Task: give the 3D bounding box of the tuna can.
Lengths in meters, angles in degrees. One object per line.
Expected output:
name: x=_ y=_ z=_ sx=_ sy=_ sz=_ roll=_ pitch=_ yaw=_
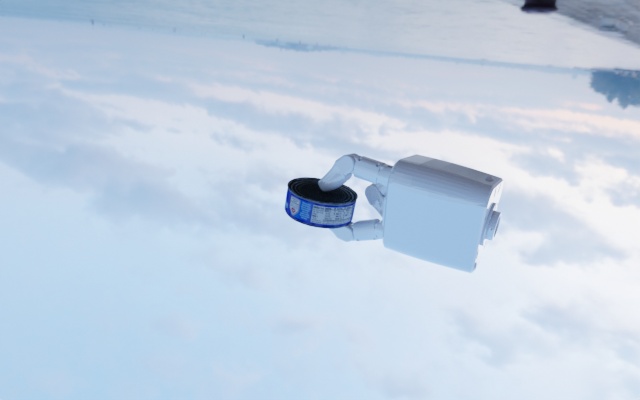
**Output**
tuna can: x=0.000 y=0.002 z=0.578 sx=0.086 sy=0.034 sz=0.086 roll=9 pitch=20 yaw=-3
